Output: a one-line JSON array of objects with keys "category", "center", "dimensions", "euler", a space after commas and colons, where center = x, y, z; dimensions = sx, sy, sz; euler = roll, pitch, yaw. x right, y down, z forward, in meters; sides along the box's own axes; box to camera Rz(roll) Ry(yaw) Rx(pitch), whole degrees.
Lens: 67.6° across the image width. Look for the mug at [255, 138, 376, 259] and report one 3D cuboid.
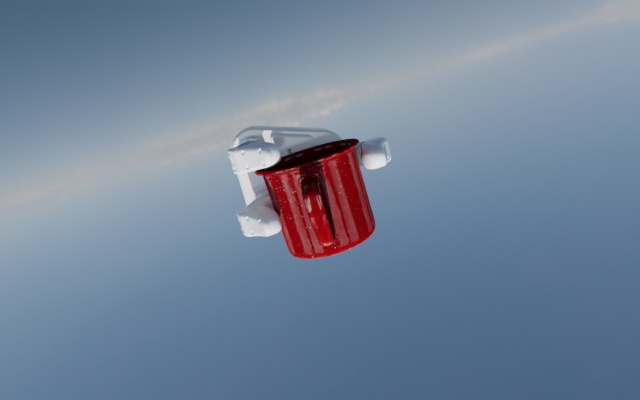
[{"category": "mug", "center": [0.000, 0.002, 0.405], "dimensions": [0.093, 0.081, 0.117], "euler": [-17, 13, 2]}]
